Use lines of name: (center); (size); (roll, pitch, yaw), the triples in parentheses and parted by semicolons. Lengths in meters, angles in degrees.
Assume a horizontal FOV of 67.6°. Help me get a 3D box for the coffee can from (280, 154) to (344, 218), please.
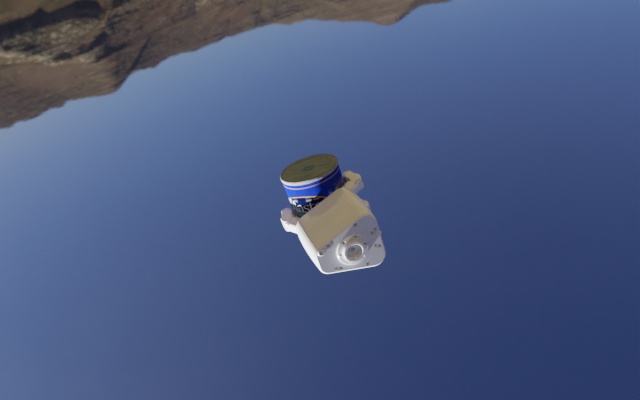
coffee can: (0.000, 0.003, 0.841); (0.103, 0.140, 0.102); (-15, 26, 8)
